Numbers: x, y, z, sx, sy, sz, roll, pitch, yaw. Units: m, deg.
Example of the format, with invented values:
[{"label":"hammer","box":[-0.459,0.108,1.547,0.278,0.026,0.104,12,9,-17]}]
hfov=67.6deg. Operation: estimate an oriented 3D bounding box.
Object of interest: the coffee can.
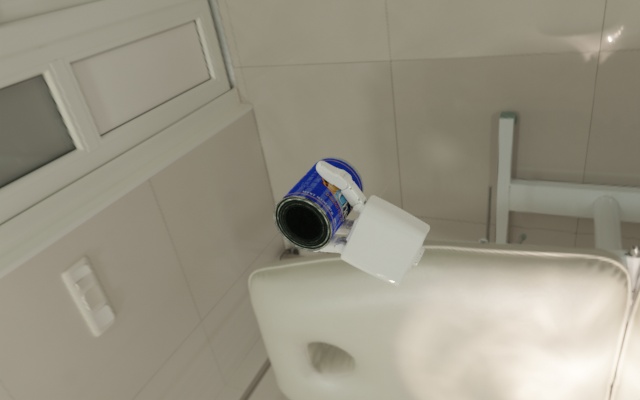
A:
[{"label":"coffee can","box":[0.000,0.002,0.796,0.103,0.103,0.140,0,30,29]}]
